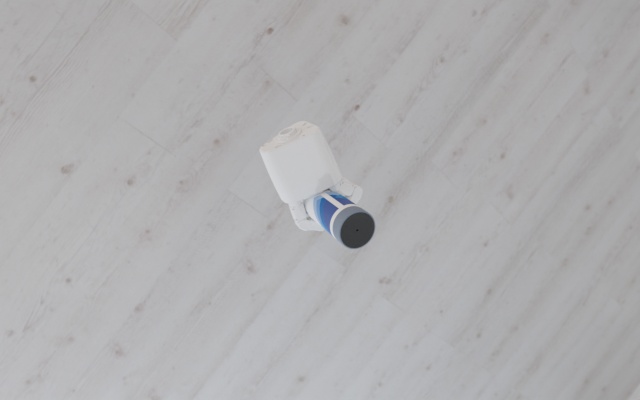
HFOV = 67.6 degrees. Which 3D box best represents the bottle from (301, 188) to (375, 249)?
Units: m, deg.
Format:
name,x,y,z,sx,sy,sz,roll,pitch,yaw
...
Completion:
name,x,y,z,sx,sy,sz,roll,pitch,yaw
bottle,0.000,0.003,0.888,0.069,0.069,0.295,0,18,-25
